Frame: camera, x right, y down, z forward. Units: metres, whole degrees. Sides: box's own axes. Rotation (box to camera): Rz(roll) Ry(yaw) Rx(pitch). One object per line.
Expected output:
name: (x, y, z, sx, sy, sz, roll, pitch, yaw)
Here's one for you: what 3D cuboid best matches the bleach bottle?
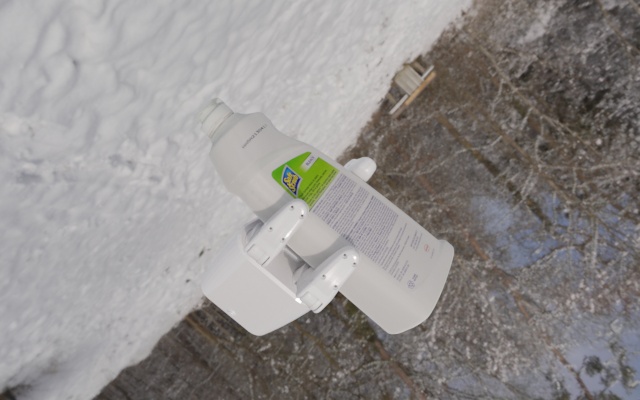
bleach bottle: (0.000, 0.001, 0.421, 0.068, 0.251, 0.102, -43, 8, 45)
